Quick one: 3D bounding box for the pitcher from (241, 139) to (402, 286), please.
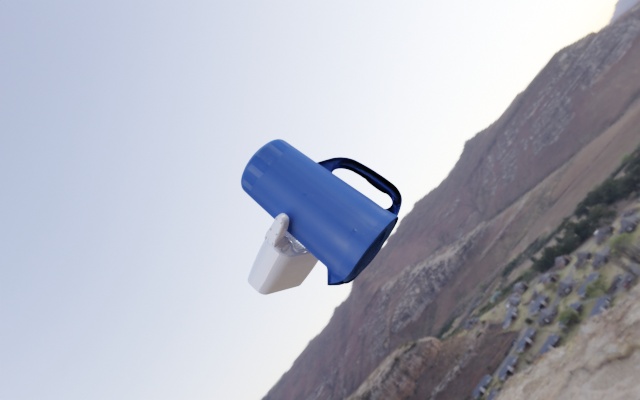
[{"bbox_3d":[0.000,0.003,0.762,0.243,0.145,0.149,39,34,15],"label":"pitcher"}]
